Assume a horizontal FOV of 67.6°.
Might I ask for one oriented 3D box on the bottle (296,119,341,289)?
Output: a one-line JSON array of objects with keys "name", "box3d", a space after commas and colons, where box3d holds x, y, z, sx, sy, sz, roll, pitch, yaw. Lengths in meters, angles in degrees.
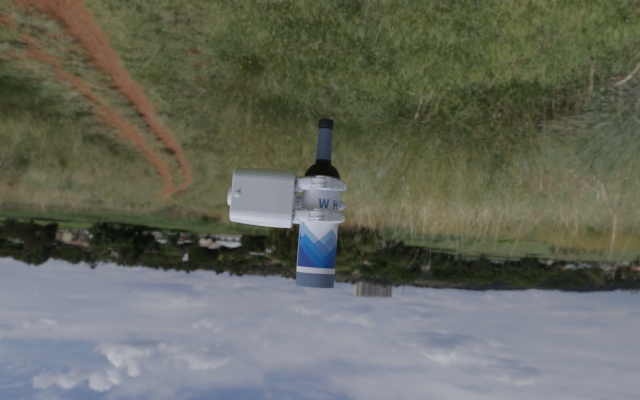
[{"name": "bottle", "box3d": [0.000, 0.003, 0.840, 0.069, 0.295, 0.069, 4, -6, 0]}]
